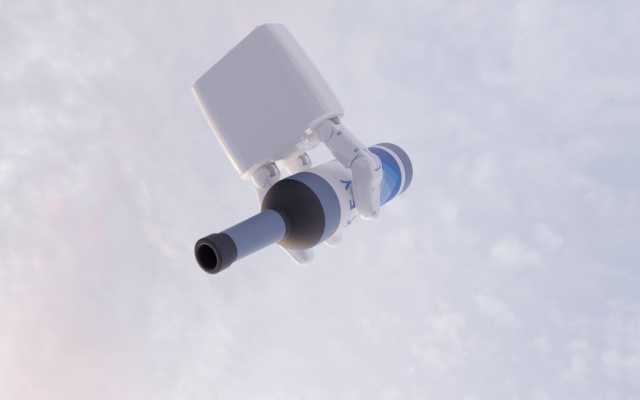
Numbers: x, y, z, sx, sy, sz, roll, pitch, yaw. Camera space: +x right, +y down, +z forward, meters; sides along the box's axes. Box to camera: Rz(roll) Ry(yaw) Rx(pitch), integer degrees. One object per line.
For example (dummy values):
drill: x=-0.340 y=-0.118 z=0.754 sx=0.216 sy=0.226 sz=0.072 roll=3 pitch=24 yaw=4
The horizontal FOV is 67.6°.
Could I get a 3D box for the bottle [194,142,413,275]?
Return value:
bottle: x=0.000 y=0.001 z=0.451 sx=0.069 sy=0.069 sz=0.295 roll=0 pitch=15 yaw=34
